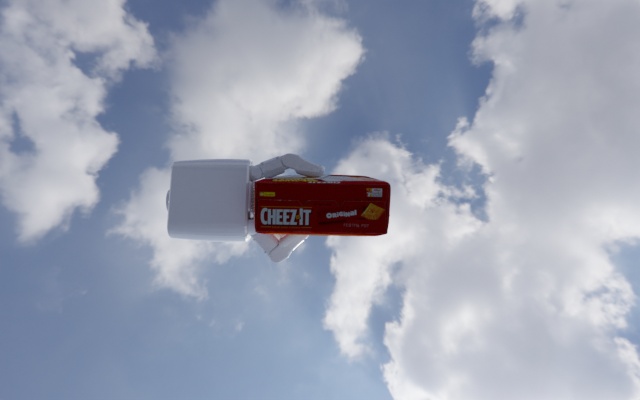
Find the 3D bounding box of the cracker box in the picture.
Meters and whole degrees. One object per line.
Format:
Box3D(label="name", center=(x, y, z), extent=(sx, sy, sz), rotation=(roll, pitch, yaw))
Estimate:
Box3D(label="cracker box", center=(0.000, 0.002, 0.672), extent=(0.164, 0.072, 0.213), rotation=(0, 5, -1))
